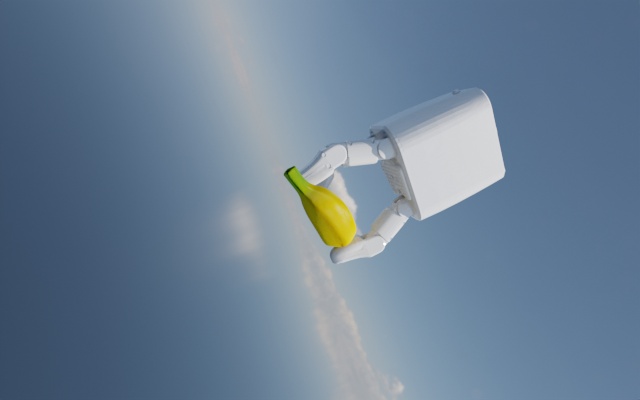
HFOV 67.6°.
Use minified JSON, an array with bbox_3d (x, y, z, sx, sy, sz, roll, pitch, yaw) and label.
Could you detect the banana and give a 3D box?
[{"bbox_3d":[0.009,0.017,0.478,0.037,0.069,0.198,-30,-14,-2],"label":"banana"}]
